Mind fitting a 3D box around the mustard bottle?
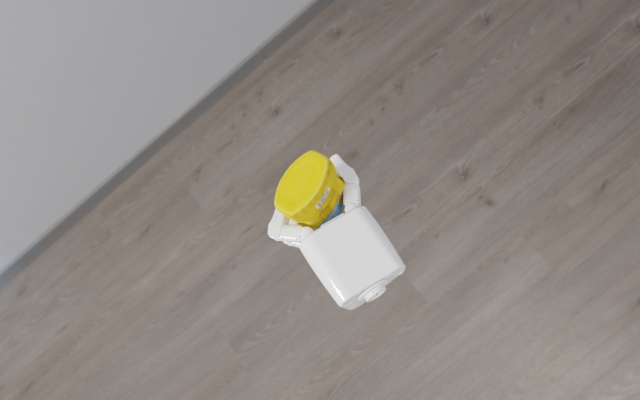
[{"bbox_3d":[0.000,0.002,0.713,0.058,0.096,0.192,29,-7,22],"label":"mustard bottle"}]
